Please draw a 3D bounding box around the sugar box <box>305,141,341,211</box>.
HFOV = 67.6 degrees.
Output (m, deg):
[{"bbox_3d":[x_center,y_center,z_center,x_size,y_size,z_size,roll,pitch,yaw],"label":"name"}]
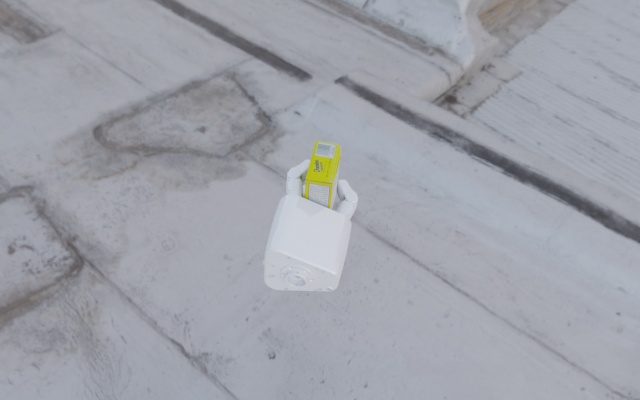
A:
[{"bbox_3d":[0.000,0.002,0.760,0.048,0.176,0.093,11,45,3],"label":"sugar box"}]
